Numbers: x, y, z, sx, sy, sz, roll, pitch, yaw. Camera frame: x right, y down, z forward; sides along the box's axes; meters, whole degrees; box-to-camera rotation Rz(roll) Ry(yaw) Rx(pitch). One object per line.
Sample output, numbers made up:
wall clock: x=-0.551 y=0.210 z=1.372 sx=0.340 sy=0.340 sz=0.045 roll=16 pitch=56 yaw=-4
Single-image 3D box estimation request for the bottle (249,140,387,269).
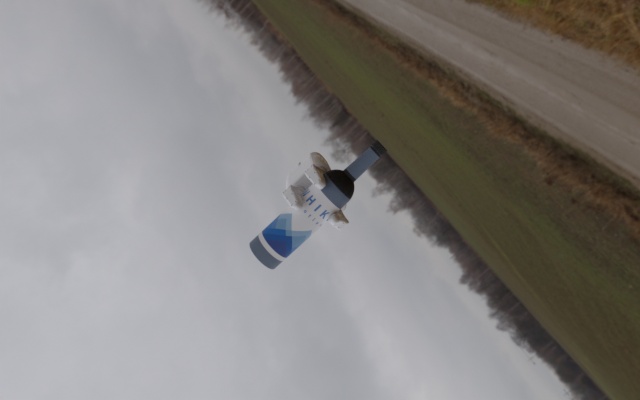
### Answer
bottle: x=0.000 y=0.003 z=0.851 sx=0.296 sy=0.069 sz=0.069 roll=-43 pitch=-8 yaw=9
